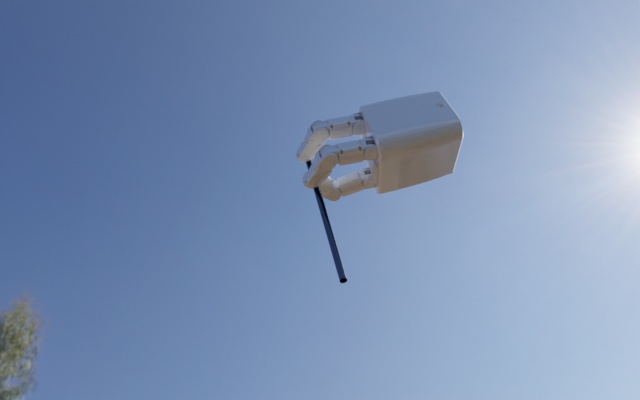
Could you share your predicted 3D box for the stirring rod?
[{"bbox_3d":[0.000,0.002,0.568,0.011,0.011,0.239,0,41,-15],"label":"stirring rod"}]
